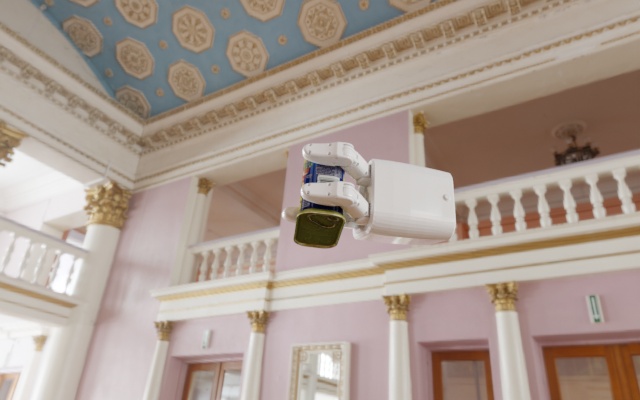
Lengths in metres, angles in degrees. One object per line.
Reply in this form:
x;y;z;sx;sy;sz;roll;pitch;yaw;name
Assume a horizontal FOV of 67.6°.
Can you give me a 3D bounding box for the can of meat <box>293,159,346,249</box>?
0.000;0.002;0.601;0.057;0.084;0.102;6;-28;-3;can of meat
